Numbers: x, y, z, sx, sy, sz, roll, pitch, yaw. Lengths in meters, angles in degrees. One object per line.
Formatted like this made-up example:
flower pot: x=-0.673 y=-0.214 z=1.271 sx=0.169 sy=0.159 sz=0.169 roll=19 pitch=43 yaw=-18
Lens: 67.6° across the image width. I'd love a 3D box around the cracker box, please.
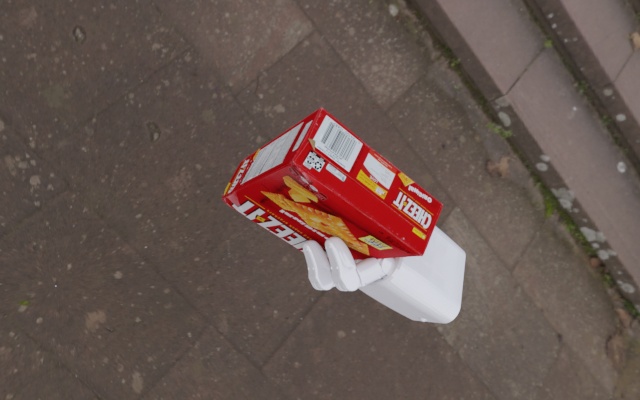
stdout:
cracker box: x=0.000 y=0.002 z=0.535 sx=0.164 sy=0.072 sz=0.214 roll=35 pitch=-24 yaw=-19
